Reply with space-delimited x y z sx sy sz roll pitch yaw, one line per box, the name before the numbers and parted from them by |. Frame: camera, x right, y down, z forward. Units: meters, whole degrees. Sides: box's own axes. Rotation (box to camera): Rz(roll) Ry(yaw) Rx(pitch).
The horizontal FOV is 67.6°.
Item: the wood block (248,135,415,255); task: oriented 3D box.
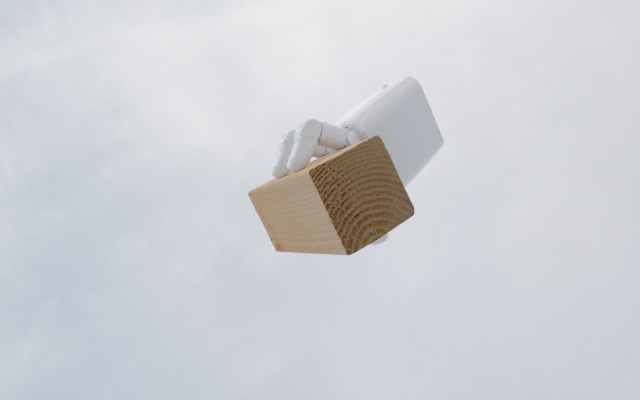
wood block | 0.000 0.002 0.547 0.090 0.091 0.206 -29 7 -23
